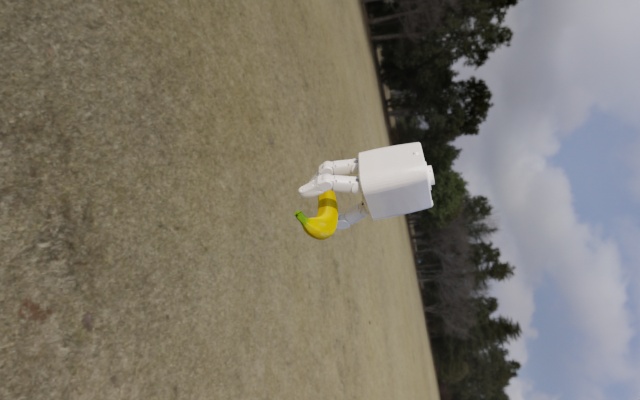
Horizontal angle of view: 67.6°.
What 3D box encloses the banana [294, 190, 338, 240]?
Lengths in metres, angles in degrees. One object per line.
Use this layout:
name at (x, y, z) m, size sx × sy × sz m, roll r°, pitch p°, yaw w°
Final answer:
banana at (0.005, 0.021, 0.789) m, size 0.037 × 0.069 × 0.197 m, roll -14°, pitch 12°, yaw 14°
